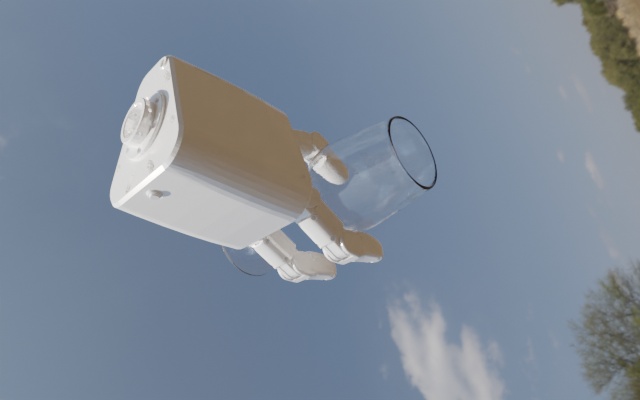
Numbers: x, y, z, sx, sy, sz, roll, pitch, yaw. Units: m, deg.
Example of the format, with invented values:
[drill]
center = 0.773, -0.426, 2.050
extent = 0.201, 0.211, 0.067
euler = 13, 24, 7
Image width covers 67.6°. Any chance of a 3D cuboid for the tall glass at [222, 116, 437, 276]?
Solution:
[tall glass]
center = 0.000, 0.002, 0.419
extent = 0.201, 0.079, 0.079
euler = -28, -18, 36
